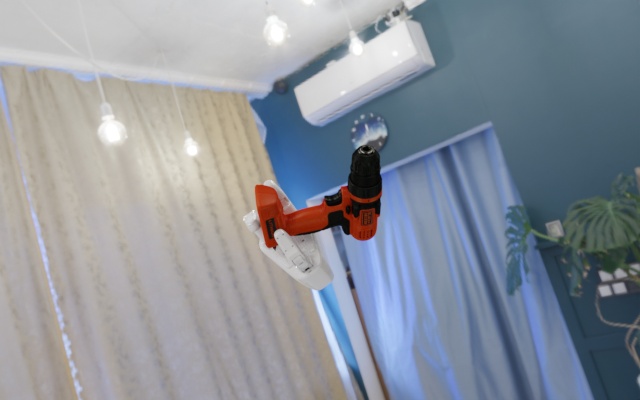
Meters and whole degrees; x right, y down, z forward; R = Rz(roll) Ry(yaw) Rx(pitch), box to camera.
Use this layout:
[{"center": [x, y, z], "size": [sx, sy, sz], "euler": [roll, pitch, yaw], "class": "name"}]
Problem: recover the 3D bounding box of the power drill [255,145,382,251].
[{"center": [0.000, 0.003, 0.713], "size": [0.187, 0.185, 0.057], "euler": [-7, 45, -4], "class": "power drill"}]
